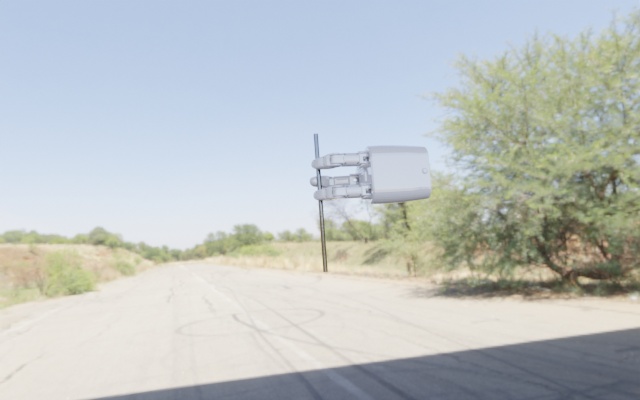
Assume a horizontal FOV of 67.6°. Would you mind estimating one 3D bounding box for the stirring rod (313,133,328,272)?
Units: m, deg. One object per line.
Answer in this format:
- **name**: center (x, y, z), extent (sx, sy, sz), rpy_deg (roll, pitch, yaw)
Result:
- **stirring rod**: center (0.000, 0.003, 0.827), extent (0.011, 0.239, 0.011), rpy_deg (-4, -5, 0)
